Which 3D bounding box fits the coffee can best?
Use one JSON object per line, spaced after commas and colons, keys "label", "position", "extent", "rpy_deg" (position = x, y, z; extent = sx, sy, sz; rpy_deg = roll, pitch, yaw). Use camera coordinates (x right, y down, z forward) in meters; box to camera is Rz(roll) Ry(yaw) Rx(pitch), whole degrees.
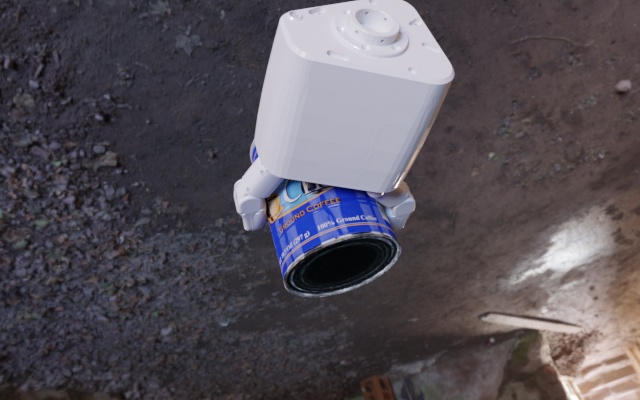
{"label": "coffee can", "position": [0.000, 0.001, 0.434], "extent": [0.103, 0.140, 0.103], "rpy_deg": [-13, -33, -9]}
